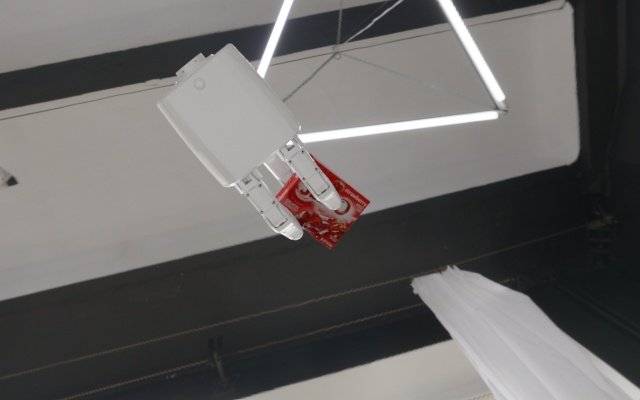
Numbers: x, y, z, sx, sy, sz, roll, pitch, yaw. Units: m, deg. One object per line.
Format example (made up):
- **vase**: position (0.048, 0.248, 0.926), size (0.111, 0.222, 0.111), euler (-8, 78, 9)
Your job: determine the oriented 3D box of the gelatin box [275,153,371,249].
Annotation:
- **gelatin box**: position (0.000, 0.002, 0.545), size (0.089, 0.073, 0.030), euler (37, 7, -23)
